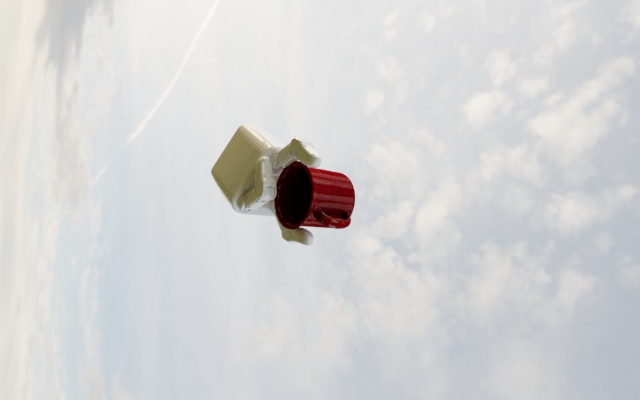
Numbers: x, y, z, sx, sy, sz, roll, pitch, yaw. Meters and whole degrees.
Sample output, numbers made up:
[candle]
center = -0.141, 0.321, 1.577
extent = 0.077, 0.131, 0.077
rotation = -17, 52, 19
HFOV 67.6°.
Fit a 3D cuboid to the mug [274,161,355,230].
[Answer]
[mug]
center = 0.001, 0.003, 0.657
extent = 0.081, 0.093, 0.117
rotation = 7, 24, -38
